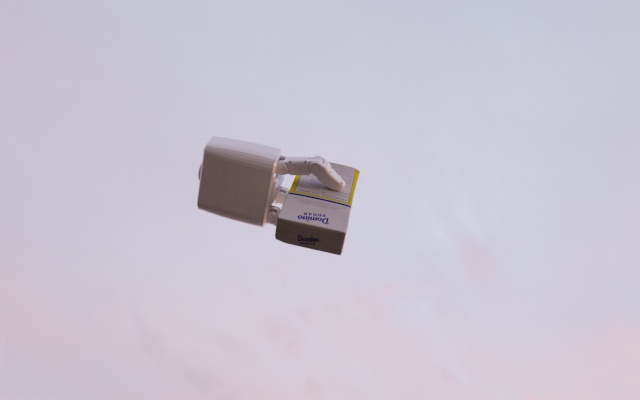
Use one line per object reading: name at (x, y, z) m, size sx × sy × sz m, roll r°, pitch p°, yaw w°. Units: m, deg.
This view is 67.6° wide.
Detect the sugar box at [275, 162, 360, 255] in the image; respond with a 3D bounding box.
sugar box at (0.000, 0.003, 0.688) m, size 0.093 × 0.048 × 0.176 m, roll 13°, pitch 35°, yaw 4°
